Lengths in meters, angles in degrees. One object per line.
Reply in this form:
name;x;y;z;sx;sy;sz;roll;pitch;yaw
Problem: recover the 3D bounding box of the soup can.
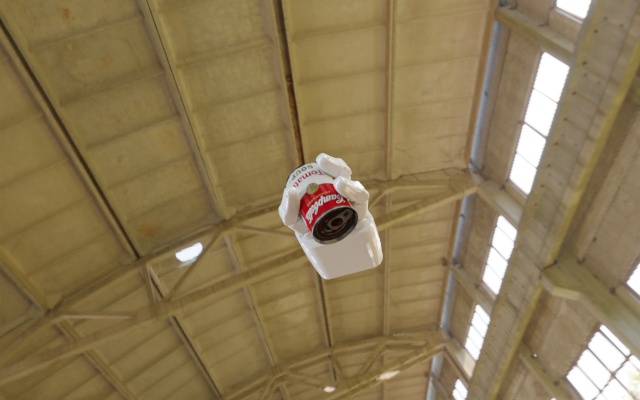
soup can;0.000;0.002;0.666;0.068;0.068;0.102;0;39;-31
